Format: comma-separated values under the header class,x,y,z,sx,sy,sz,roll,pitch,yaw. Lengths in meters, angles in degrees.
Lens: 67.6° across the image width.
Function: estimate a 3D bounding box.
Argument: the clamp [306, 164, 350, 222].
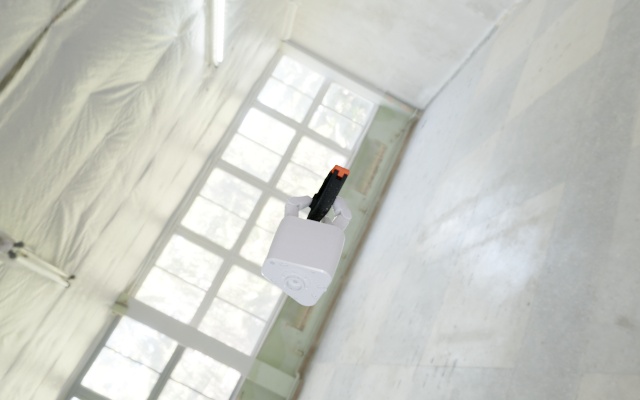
class,x,y,z,sx,sy,sz,roll,pitch,yaw
clamp,0.000,0.002,0.896,0.036,0.210,0.164,25,38,-7
